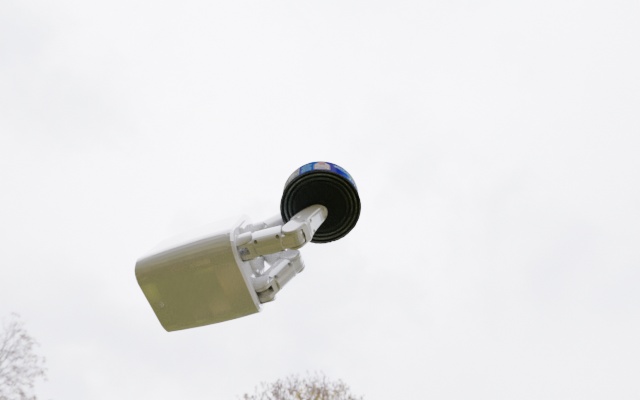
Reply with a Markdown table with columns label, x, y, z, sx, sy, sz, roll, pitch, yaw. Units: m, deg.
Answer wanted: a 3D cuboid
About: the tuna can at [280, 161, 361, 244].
| label | x | y | z | sx | sy | sz | roll | pitch | yaw |
| --- | --- | --- | --- | --- | --- | --- | --- | --- | --- |
| tuna can | 0.000 | 0.001 | 0.515 | 0.086 | 0.086 | 0.033 | 0 | 24 | 0 |
